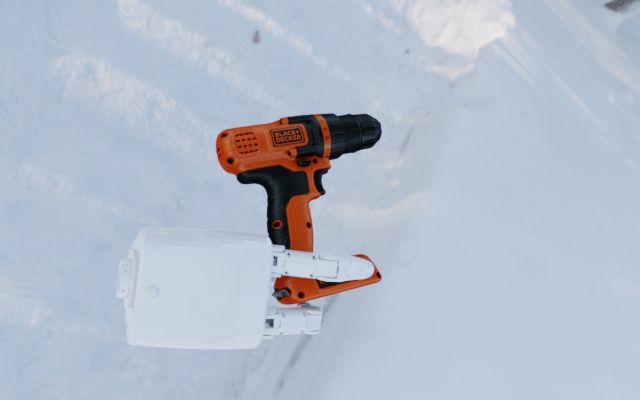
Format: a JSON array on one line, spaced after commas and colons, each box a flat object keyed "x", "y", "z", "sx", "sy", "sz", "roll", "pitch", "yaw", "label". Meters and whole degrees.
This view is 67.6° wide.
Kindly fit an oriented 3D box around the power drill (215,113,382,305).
[{"x": 0.000, "y": 0.002, "z": 0.490, "sx": 0.184, "sy": 0.187, "sz": 0.057, "roll": -12, "pitch": -11, "yaw": -22, "label": "power drill"}]
